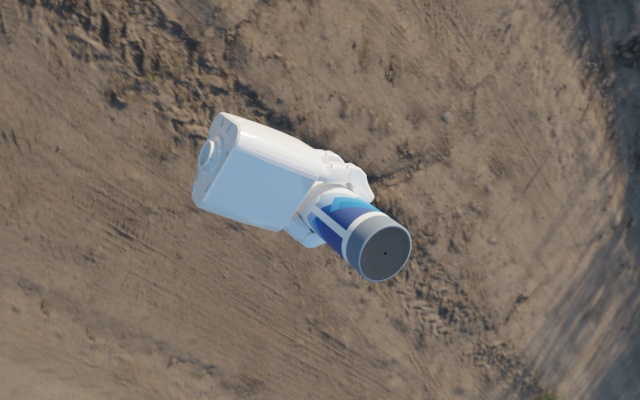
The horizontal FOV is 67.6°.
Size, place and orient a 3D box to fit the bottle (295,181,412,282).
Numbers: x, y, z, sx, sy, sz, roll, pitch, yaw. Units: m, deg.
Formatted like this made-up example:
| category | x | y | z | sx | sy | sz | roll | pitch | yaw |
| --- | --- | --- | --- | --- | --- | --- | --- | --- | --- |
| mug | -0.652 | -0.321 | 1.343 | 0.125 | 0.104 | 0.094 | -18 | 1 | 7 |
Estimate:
| category | x | y | z | sx | sy | sz | roll | pitch | yaw |
| --- | --- | --- | --- | --- | --- | --- | --- | --- | --- |
| bottle | 0.000 | 0.002 | 0.609 | 0.069 | 0.069 | 0.295 | 0 | 21 | -29 |
